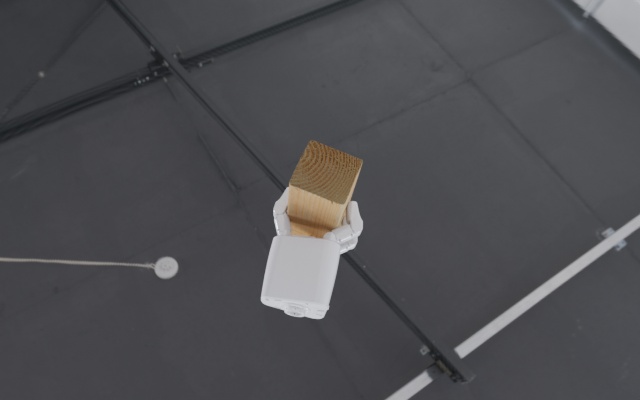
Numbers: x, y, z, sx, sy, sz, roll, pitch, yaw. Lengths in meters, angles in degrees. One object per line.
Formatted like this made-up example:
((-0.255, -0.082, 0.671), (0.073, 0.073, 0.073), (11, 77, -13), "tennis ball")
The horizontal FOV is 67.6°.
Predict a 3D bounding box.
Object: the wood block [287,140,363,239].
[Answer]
((0.000, 0.003, 0.809), (0.091, 0.090, 0.206), (22, -27, 5), "wood block")
